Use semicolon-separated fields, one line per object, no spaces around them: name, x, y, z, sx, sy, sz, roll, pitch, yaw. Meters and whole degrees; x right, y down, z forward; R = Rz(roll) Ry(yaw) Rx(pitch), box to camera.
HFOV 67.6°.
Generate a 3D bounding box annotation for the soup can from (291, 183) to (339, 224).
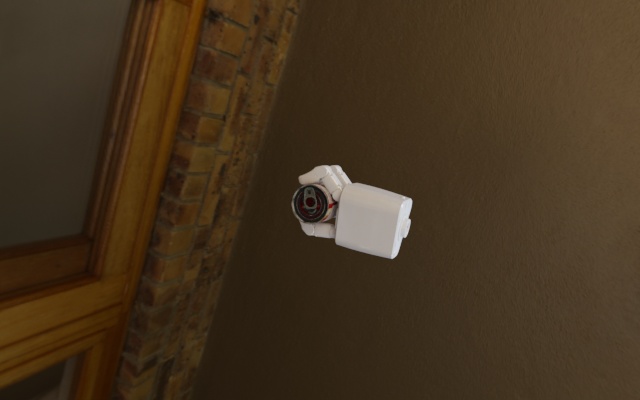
soup can;0.000;0.003;0.851;0.068;0.068;0.102;0;5;22
